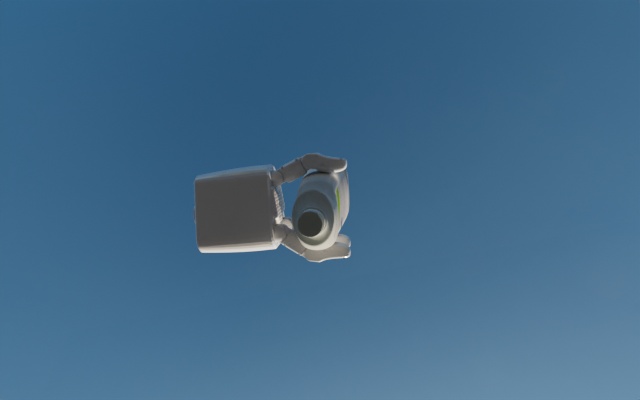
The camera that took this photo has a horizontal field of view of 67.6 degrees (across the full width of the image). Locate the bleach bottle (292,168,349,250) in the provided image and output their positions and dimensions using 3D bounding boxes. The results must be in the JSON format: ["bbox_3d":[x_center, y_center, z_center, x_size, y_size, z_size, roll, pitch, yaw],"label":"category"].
[{"bbox_3d":[0.000,0.002,0.641,0.068,0.102,0.251,-5,7,6],"label":"bleach bottle"}]
